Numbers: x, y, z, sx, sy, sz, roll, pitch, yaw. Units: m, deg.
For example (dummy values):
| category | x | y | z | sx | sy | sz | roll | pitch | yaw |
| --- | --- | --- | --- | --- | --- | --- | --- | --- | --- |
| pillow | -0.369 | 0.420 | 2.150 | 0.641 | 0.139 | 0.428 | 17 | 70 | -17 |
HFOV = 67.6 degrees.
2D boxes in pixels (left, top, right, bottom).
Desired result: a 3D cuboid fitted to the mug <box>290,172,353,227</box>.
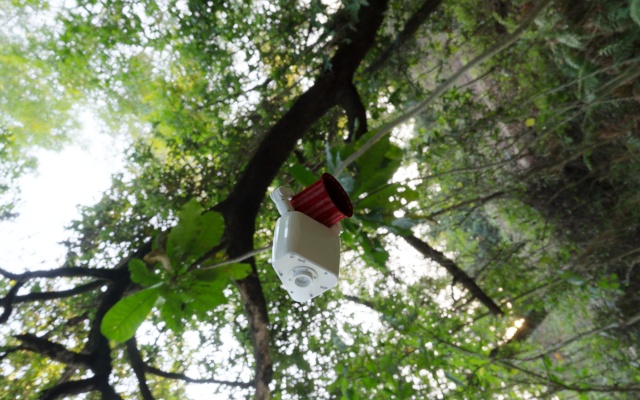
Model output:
| category | x | y | z | sx | sy | sz | roll | pitch | yaw |
| --- | --- | --- | --- | --- | --- | --- | --- | --- | --- |
| mug | 0.000 | 0.002 | 0.874 | 0.081 | 0.093 | 0.117 | -32 | 27 | 21 |
